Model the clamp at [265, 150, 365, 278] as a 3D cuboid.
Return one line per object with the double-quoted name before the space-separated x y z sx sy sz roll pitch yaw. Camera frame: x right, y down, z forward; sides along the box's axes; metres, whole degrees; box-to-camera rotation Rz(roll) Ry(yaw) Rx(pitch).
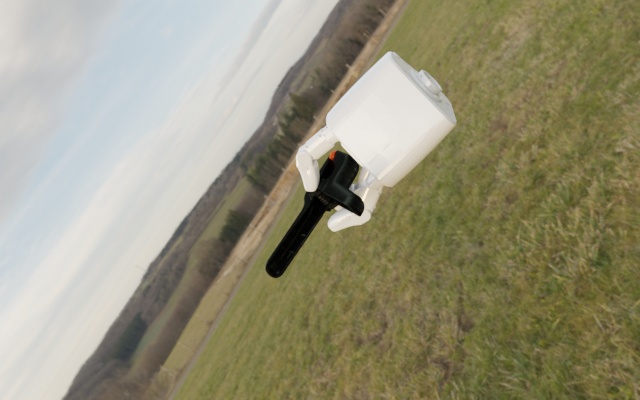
"clamp" 0.000 0.001 0.624 0.164 0.036 0.209 -41 18 27
